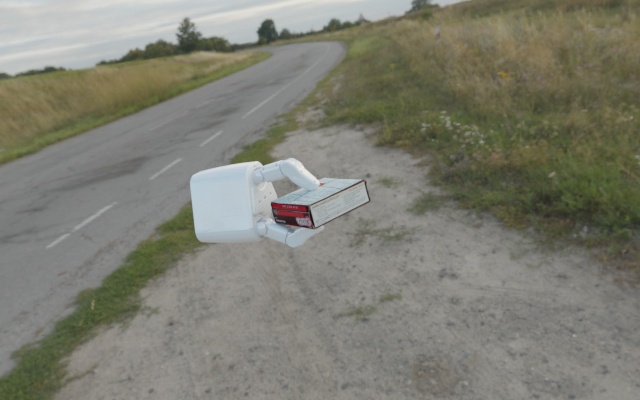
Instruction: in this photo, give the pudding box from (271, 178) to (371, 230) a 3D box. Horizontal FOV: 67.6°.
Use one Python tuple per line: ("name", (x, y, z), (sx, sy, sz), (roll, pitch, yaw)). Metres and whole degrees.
("pudding box", (0.000, 0.002, 0.676), (0.113, 0.039, 0.090), (-27, 21, -35))
